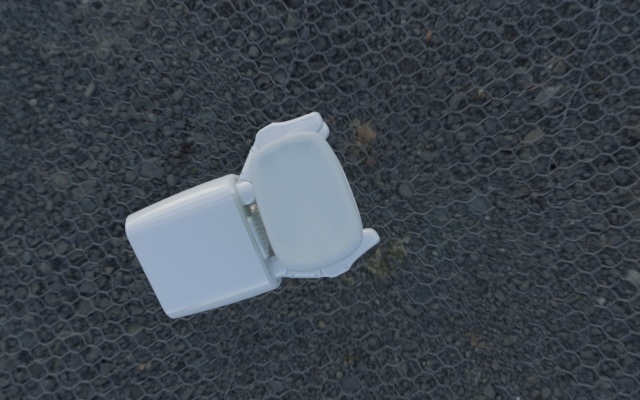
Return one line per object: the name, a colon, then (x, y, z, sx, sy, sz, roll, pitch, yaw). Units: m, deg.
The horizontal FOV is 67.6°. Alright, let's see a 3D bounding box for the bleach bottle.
bleach bottle: (0.000, 0.001, 0.460, 0.068, 0.102, 0.251, -20, -3, 5)
